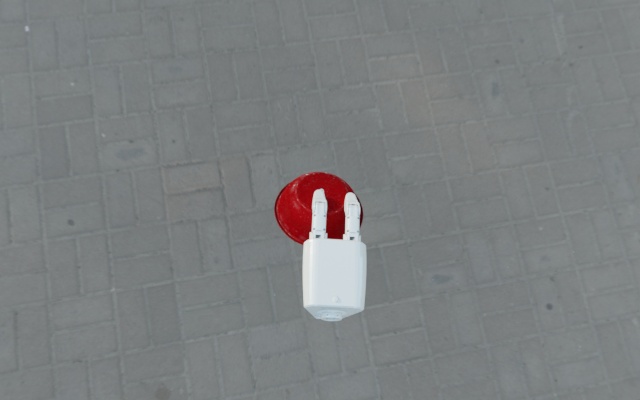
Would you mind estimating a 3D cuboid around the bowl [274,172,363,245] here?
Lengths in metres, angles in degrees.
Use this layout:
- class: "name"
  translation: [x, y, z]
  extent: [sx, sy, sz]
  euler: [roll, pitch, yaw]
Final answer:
- class: "bowl"
  translation: [0.000, 0.001, 0.843]
  extent: [0.162, 0.162, 0.055]
  euler: [0, -37, -8]
